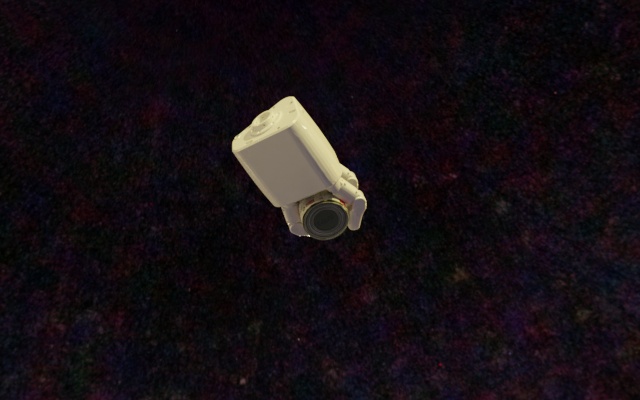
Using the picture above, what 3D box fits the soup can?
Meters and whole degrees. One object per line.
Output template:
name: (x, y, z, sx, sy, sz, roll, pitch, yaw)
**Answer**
soup can: (0.000, 0.003, 0.702, 0.068, 0.068, 0.102, 0, 32, -11)
